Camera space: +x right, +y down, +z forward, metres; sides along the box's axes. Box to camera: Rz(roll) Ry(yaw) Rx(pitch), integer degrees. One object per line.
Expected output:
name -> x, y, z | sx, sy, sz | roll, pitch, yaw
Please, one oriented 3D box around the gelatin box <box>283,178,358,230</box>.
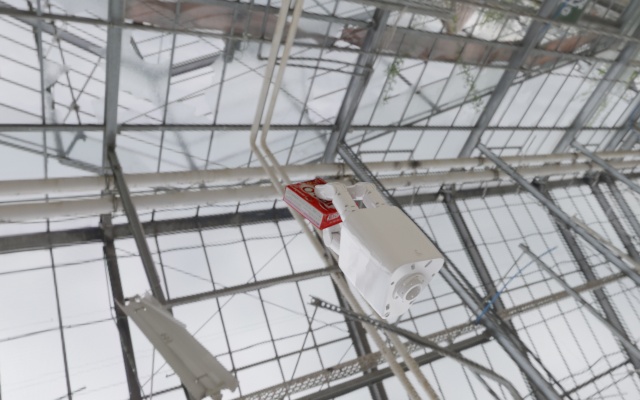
gelatin box -> 0.000, 0.003, 0.716 | 0.073, 0.030, 0.089 | -16, 41, -43
